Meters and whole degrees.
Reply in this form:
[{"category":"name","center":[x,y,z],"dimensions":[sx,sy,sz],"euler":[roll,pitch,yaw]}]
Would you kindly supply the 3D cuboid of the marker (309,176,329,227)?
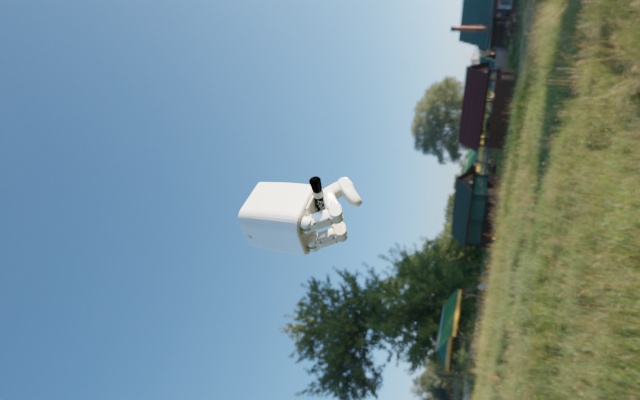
[{"category":"marker","center":[0.000,0.003,0.785],"dimensions":[0.020,0.020,0.121],"euler":[0,-37,12]}]
